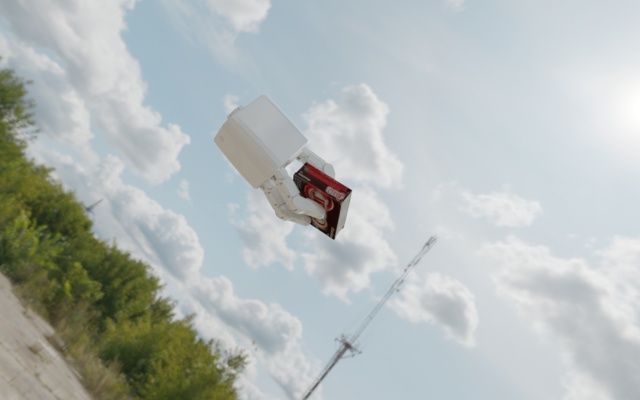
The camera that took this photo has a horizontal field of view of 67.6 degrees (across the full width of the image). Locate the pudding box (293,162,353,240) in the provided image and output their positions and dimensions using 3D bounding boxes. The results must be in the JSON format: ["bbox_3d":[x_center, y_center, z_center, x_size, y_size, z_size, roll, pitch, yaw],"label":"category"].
[{"bbox_3d":[0.000,0.002,0.767,0.090,0.039,0.114,33,-28,17],"label":"pudding box"}]
